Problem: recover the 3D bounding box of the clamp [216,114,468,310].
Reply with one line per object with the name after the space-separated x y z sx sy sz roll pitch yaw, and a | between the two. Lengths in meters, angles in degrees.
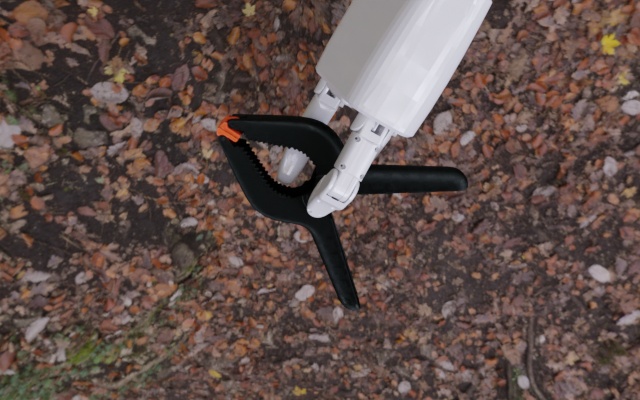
0.000 0.001 0.413 0.210 0.164 0.036 26 17 -14 | clamp
